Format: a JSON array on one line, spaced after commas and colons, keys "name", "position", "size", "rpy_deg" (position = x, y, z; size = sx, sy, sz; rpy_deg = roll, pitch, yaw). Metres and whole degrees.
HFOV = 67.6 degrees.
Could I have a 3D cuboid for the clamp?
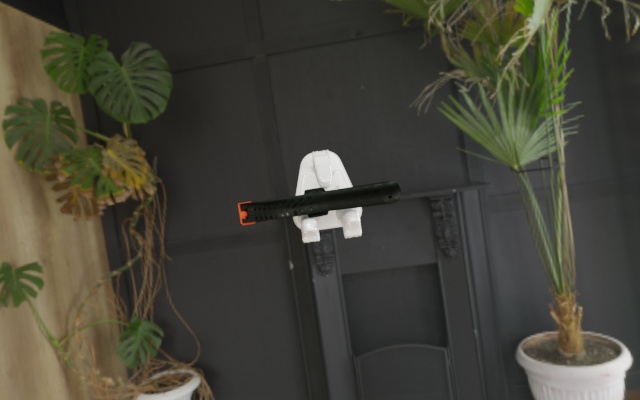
[{"name": "clamp", "position": [-0.001, 0.001, 0.596], "size": [0.210, 0.036, 0.164], "rpy_deg": [-9, -1, -1]}]
